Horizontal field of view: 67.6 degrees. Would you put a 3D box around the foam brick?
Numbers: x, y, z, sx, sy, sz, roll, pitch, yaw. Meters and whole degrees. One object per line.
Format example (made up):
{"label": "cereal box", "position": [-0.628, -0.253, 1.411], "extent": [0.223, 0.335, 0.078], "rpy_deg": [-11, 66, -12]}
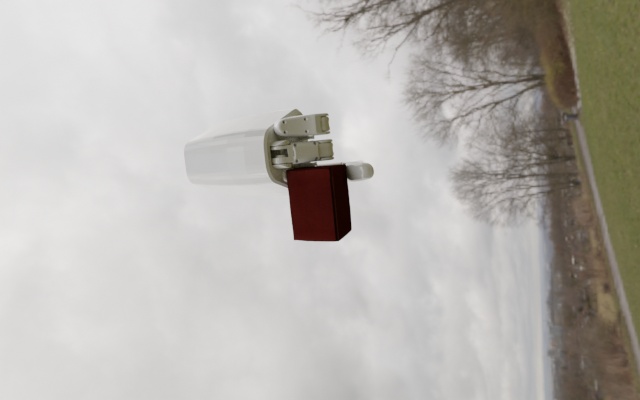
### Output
{"label": "foam brick", "position": [0.000, 0.002, 0.517], "extent": [0.051, 0.078, 0.053], "rpy_deg": [-3, 7, 20]}
